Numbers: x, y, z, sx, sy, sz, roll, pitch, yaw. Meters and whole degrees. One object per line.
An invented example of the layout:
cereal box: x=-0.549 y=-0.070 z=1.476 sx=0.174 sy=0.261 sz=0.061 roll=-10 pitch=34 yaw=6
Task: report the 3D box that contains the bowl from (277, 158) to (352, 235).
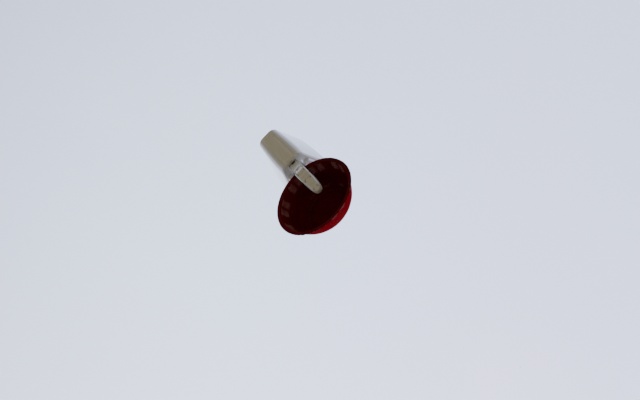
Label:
bowl: x=0.001 y=0.004 z=0.870 sx=0.162 sy=0.162 sz=0.055 roll=0 pitch=-31 yaw=41
